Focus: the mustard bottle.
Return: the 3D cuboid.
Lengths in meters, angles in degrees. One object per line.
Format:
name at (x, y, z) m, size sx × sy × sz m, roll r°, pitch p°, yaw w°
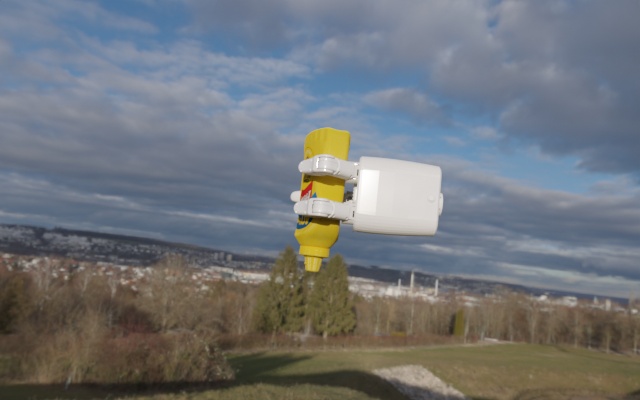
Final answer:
mustard bottle at (0.000, 0.002, 0.661) m, size 0.058 × 0.191 × 0.096 m, roll 9°, pitch -8°, yaw -20°
